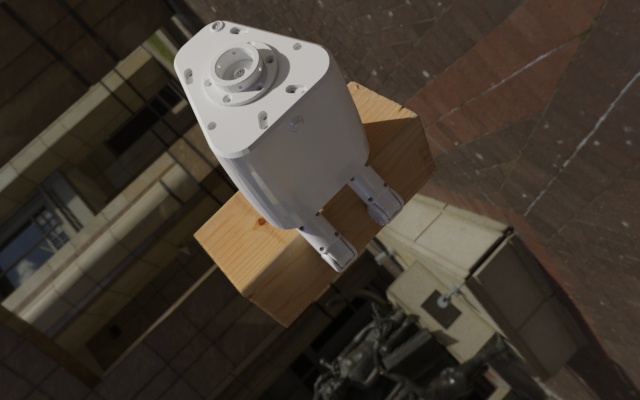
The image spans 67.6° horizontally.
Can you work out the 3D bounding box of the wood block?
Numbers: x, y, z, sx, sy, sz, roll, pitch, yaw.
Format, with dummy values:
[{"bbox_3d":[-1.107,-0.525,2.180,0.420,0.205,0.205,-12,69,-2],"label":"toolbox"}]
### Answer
[{"bbox_3d":[0.000,0.001,0.445,0.090,0.206,0.090,39,-9,39],"label":"wood block"}]
